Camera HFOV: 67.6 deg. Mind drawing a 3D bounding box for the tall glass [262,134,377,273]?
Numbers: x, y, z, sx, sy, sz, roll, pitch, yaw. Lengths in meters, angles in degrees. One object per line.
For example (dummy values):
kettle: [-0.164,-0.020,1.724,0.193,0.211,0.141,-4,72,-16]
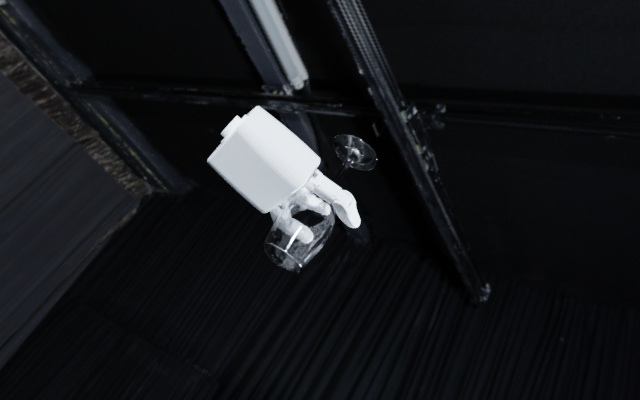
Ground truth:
tall glass: [0.001,0.002,0.658,0.079,0.201,0.079,26,-28,15]
